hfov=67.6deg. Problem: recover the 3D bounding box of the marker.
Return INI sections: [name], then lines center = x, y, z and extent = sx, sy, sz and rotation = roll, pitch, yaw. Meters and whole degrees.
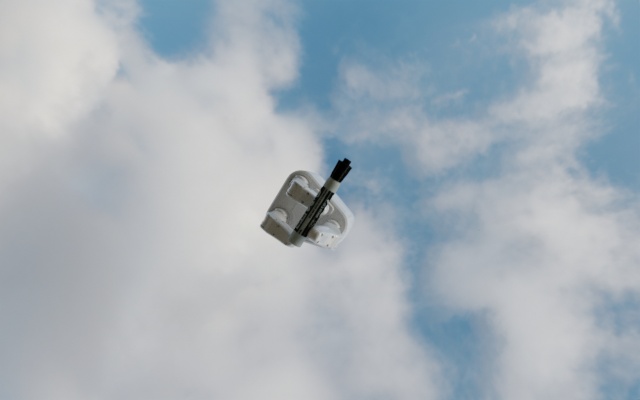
[marker]
center = 0.000, 0.002, 0.572
extent = 0.020, 0.121, 0.020
rotation = 32, 8, -5
